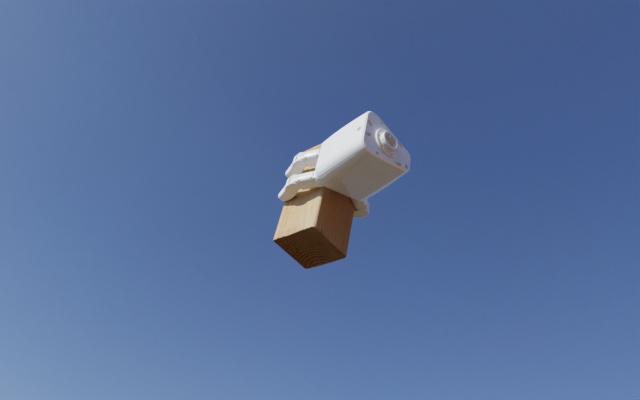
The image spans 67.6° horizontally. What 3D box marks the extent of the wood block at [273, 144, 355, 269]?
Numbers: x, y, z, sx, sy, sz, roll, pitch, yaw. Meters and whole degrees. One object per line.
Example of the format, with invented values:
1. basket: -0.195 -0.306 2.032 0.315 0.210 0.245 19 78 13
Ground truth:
1. wood block: 0.001 0.003 0.833 0.090 0.206 0.091 -21 -52 34
